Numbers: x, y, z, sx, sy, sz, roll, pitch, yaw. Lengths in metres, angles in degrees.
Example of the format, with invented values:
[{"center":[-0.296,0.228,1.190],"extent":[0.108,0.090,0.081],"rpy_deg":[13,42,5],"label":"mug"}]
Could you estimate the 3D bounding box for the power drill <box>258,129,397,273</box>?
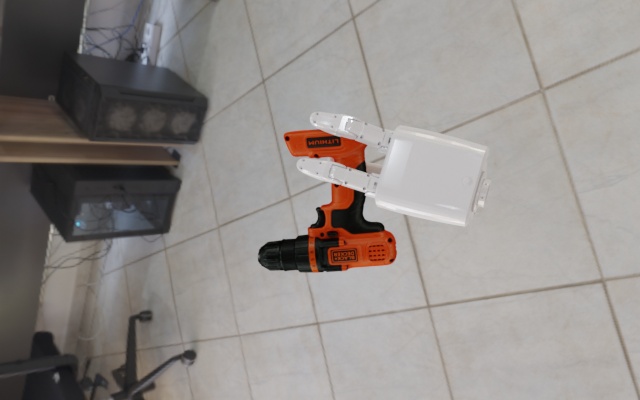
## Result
[{"center":[0.000,0.002,0.617],"extent":[0.184,0.188,0.057],"rpy_deg":[-5,12,7],"label":"power drill"}]
